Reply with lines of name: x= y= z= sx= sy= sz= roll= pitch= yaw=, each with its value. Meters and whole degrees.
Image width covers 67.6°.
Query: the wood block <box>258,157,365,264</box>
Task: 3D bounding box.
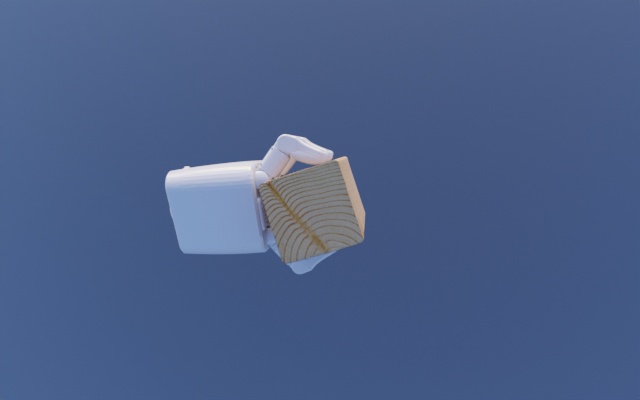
wood block: x=0.000 y=0.002 z=0.589 sx=0.090 sy=0.091 sz=0.206 roll=-17 pitch=5 yaw=7
